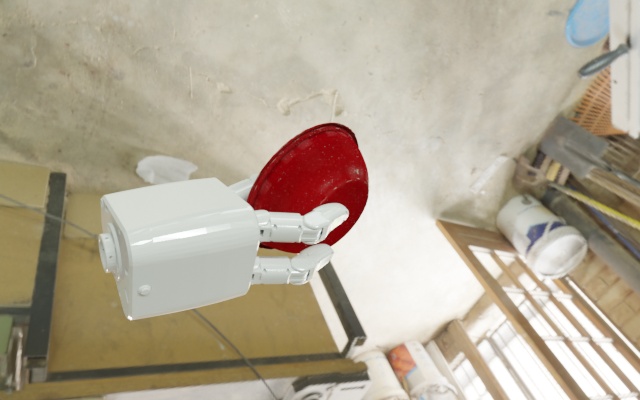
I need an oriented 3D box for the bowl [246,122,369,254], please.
[{"bbox_3d":[0.001,0.001,0.505,0.055,0.162,0.162,40,22,30],"label":"bowl"}]
